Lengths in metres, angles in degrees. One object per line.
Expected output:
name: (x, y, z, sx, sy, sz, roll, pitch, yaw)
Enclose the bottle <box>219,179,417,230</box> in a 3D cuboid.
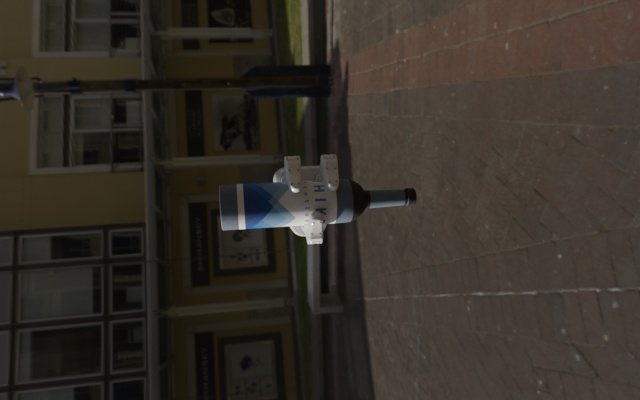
bottle: (0.000, 0.002, 0.719, 0.296, 0.069, 0.069, -3, 0, -9)
